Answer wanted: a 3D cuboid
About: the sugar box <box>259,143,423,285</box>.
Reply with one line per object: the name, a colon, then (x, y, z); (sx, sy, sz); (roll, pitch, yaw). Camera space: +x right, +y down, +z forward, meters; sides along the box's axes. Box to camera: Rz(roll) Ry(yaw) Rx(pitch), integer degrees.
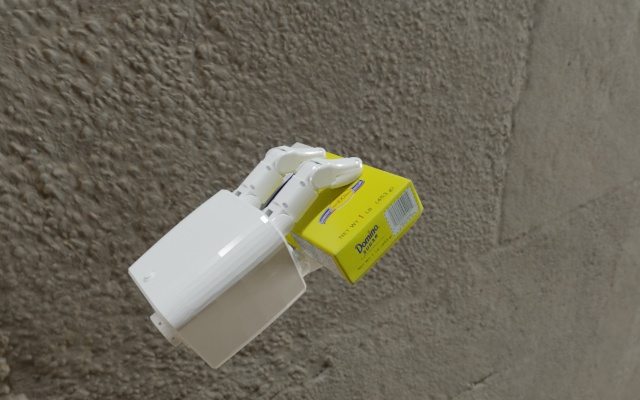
sugar box: (0.000, 0.001, 0.449); (0.093, 0.048, 0.176); (-42, 38, -18)
